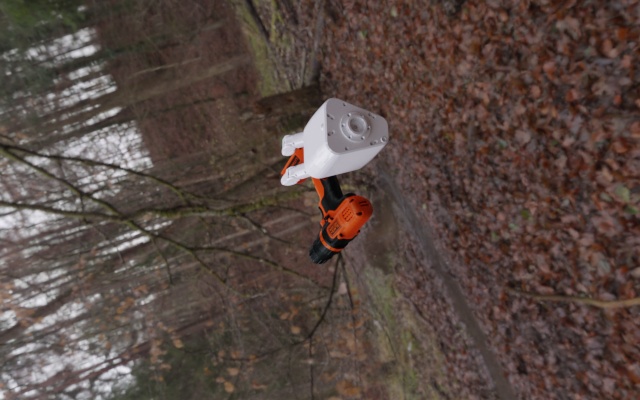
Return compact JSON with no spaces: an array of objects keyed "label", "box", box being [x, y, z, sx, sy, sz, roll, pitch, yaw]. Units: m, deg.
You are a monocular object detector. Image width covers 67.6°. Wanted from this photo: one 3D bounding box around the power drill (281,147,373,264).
[{"label":"power drill","box":[0.000,0.002,0.858,0.057,0.187,0.184,-12,-28,-40]}]
